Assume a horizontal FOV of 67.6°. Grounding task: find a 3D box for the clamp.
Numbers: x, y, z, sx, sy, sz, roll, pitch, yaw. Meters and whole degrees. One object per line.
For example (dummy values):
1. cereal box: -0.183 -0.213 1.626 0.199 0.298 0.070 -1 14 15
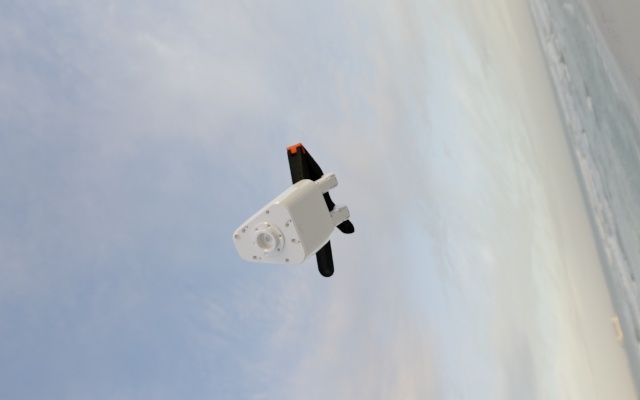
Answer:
1. clamp: -0.001 0.002 0.798 0.036 0.210 0.164 -17 10 23
